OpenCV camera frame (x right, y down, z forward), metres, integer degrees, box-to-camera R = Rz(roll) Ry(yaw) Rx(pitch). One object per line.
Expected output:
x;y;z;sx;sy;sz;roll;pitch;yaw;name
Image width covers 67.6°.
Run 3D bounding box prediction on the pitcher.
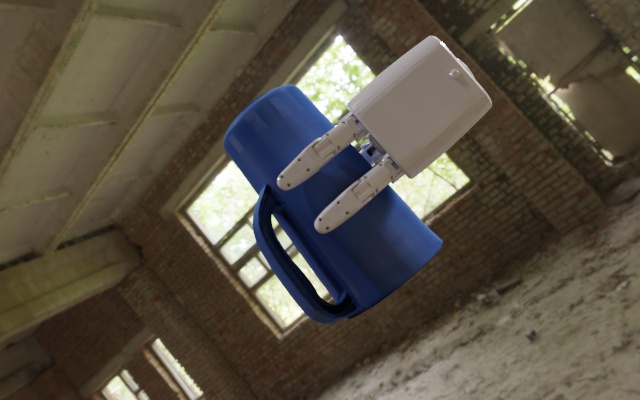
0.000;0.002;0.515;0.145;0.243;0.149;-40;-4;8;pitcher
